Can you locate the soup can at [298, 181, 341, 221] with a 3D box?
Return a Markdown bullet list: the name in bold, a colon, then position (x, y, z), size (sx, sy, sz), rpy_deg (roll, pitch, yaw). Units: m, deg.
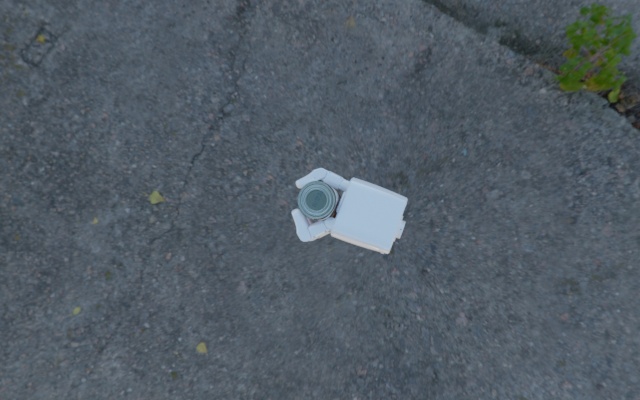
- **soup can**: position (0.000, 0.002, 0.851), size (0.068, 0.068, 0.102), rpy_deg (0, -3, 8)
